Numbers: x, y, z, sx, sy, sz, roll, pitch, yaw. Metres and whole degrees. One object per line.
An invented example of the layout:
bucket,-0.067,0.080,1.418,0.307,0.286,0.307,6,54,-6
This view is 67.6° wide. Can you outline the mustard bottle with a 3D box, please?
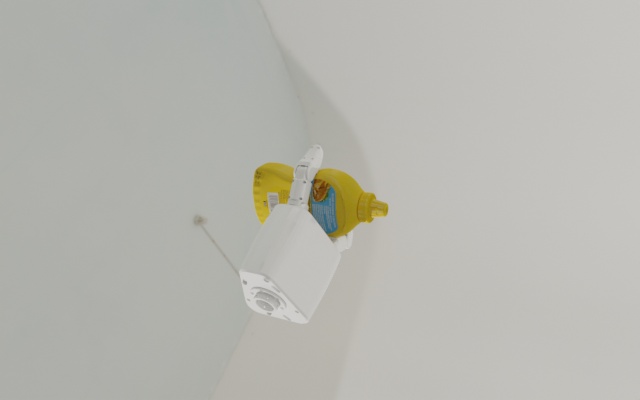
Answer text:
mustard bottle,0.000,0.002,0.661,0.191,0.096,0.058,7,24,26
